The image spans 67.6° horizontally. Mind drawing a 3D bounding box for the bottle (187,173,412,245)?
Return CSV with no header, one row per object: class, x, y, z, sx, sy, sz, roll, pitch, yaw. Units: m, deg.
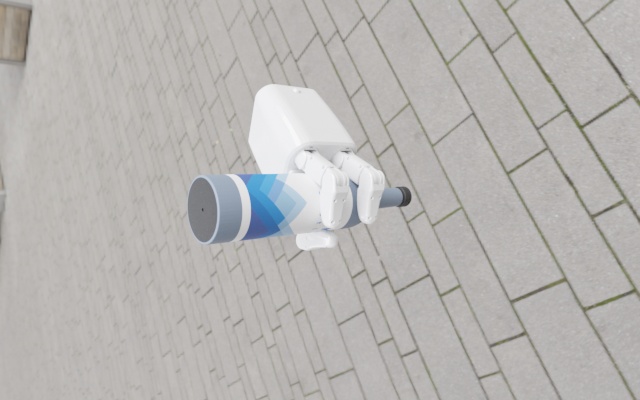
bottle,0.000,0.002,0.546,0.296,0.069,0.069,-4,2,-40
